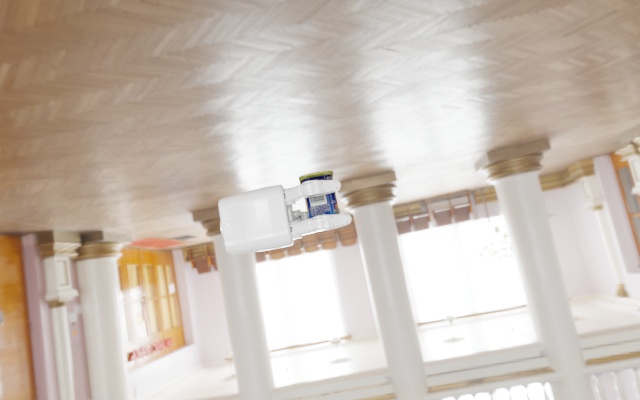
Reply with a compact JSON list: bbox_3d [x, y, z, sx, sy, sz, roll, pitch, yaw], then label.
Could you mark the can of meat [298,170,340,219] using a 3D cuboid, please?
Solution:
[{"bbox_3d":[0.000,0.003,0.796,0.057,0.084,0.102,-11,-8,-1],"label":"can of meat"}]
